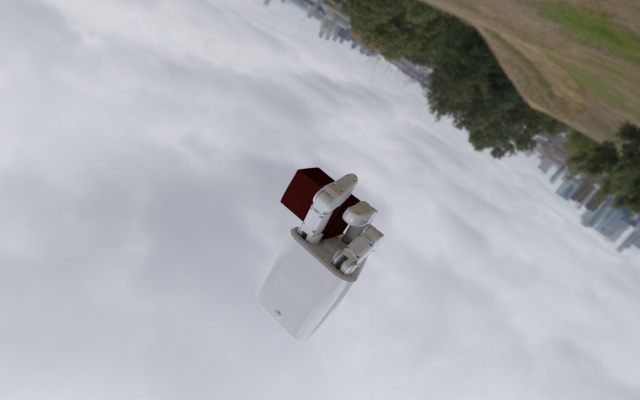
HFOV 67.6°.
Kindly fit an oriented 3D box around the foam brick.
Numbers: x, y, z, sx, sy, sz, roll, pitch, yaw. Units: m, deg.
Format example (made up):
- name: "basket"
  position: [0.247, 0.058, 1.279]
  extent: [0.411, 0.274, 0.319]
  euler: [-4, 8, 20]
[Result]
- name: "foam brick"
  position: [0.000, 0.002, 0.590]
  extent: [0.078, 0.051, 0.053]
  euler: [40, 23, 22]
